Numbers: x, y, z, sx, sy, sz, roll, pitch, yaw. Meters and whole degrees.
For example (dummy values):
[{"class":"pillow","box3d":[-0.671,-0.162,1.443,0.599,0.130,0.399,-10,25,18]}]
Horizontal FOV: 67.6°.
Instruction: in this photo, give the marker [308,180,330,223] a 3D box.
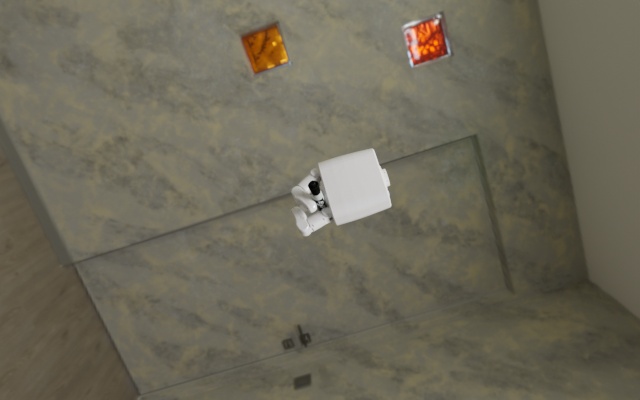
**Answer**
[{"class":"marker","box3d":[0.000,0.003,0.841,0.020,0.020,0.121,0,-32,15]}]
